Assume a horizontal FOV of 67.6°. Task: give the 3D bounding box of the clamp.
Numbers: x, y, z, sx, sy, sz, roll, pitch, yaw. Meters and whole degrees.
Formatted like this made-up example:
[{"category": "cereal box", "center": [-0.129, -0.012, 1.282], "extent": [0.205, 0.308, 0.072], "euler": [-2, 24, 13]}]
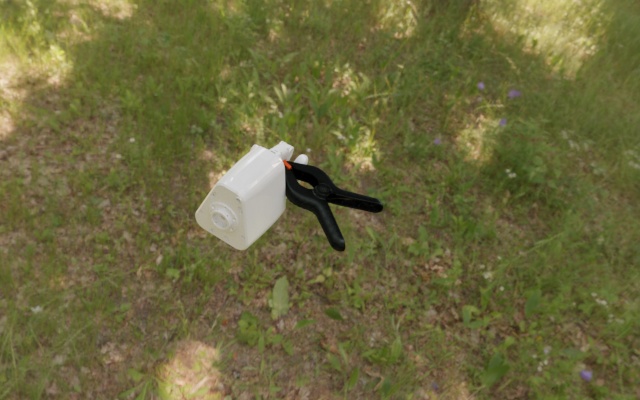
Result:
[{"category": "clamp", "center": [0.000, 0.002, 0.722], "extent": [0.171, 0.039, 0.120], "euler": [28, 43, 10]}]
